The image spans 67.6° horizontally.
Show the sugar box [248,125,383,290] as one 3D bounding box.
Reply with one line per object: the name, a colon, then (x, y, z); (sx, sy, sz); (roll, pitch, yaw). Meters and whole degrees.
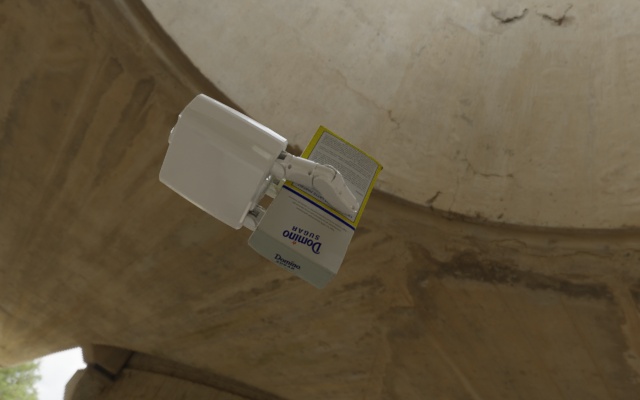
sugar box: (0.000, 0.002, 0.531); (0.093, 0.176, 0.048); (32, -39, -4)
